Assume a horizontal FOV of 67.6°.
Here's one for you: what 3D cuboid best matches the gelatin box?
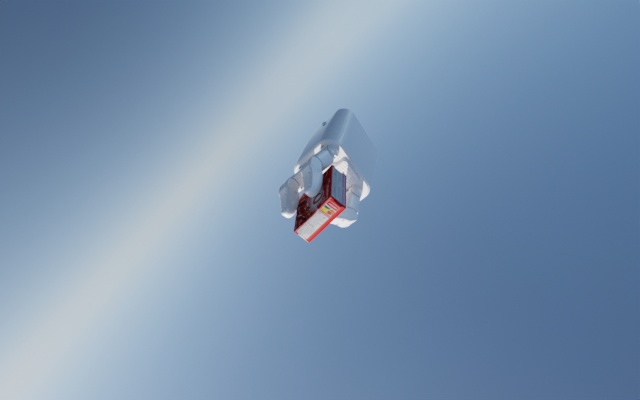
[{"bbox_3d":[0.000,0.003,0.636,0.030,0.073,0.089,37,27,-19],"label":"gelatin box"}]
